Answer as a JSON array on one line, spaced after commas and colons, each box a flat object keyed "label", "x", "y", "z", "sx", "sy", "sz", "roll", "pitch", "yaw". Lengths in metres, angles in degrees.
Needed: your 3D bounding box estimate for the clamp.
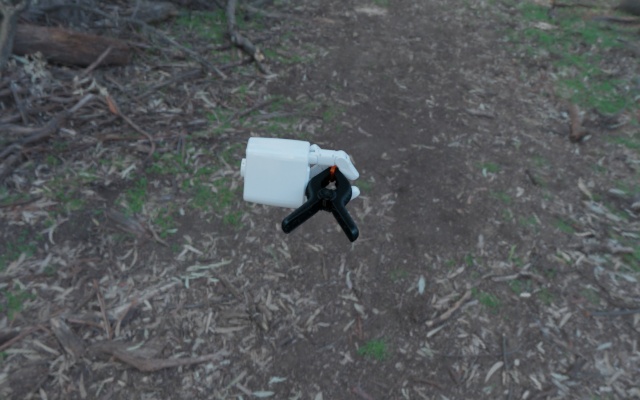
[{"label": "clamp", "x": 0.000, "y": 0.002, "z": 0.789, "sx": 0.120, "sy": 0.039, "sz": 0.171, "roll": 6, "pitch": 38, "yaw": -4}]
